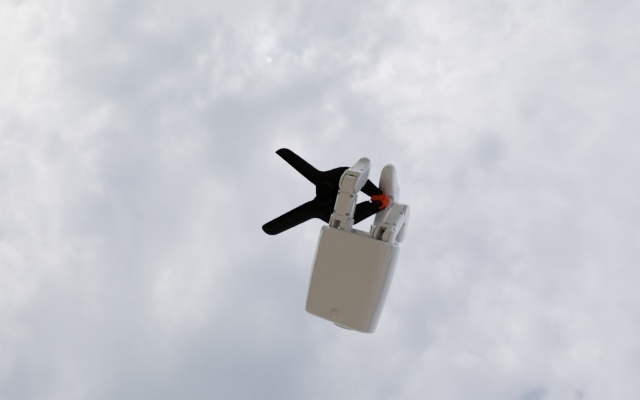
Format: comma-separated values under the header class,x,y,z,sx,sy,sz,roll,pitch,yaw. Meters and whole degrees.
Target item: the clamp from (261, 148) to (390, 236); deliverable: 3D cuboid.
class,x,y,z,sx,sy,sz,roll,pitch,yaw
clamp,0.001,0.002,0.623,0.171,0.120,0.039,14,-1,25
